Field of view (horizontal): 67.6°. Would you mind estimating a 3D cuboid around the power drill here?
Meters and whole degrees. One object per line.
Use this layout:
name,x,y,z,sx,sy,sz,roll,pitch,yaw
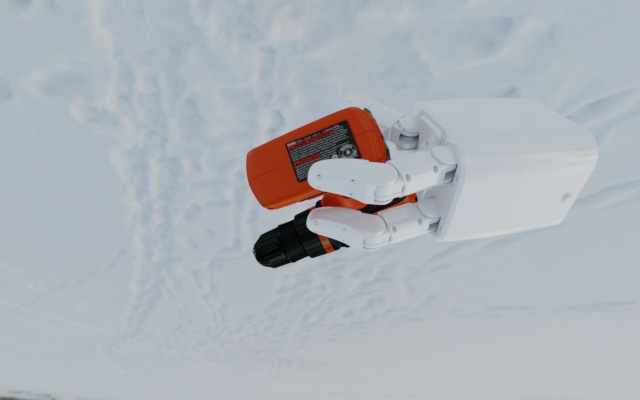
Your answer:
power drill,0.000,0.001,0.435,0.184,0.057,0.188,-24,-21,4
